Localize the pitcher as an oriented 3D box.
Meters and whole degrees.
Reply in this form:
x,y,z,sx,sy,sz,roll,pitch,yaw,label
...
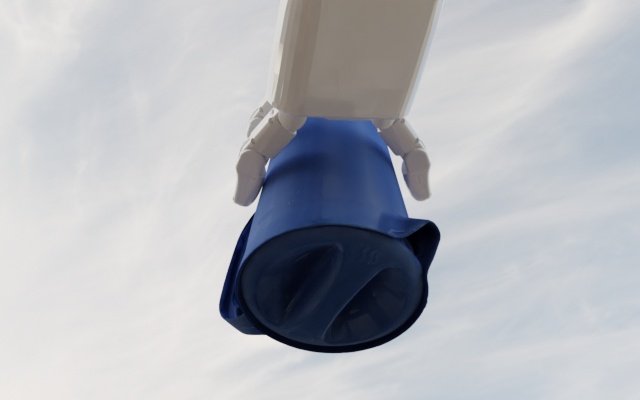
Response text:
x,y,z,sx,sy,sz,roll,pitch,yaw,label
0.000,0.001,0.422,0.149,0.145,0.242,7,37,-5,pitcher
